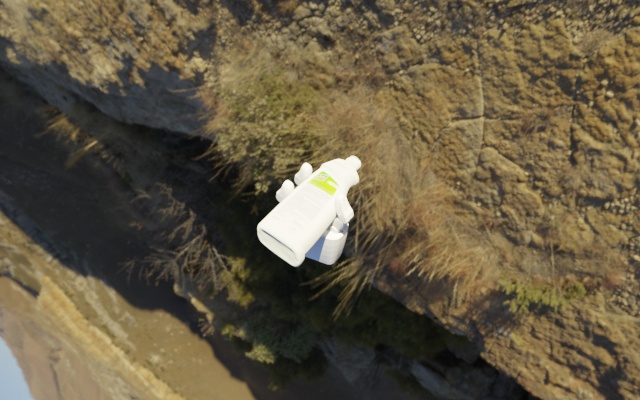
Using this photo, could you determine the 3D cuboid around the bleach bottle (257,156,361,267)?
[{"bbox_3d":[0.000,0.003,0.887,0.102,0.250,0.068,33,-33,19],"label":"bleach bottle"}]
